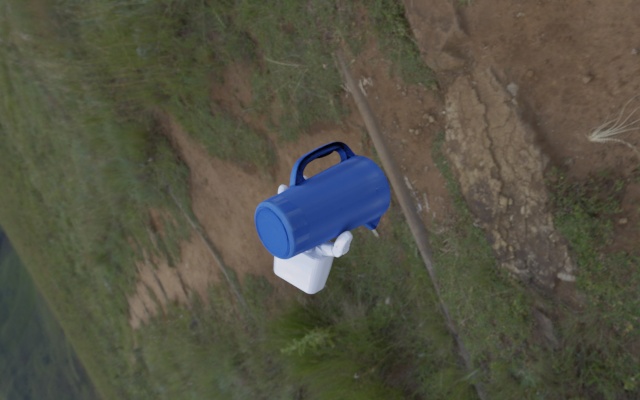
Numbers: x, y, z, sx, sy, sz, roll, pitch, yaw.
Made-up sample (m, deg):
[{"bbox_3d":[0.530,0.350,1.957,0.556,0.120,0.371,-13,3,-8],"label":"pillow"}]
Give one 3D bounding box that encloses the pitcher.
[{"bbox_3d":[0.000,0.003,0.876,0.243,0.145,0.149,-25,53,-37],"label":"pitcher"}]
